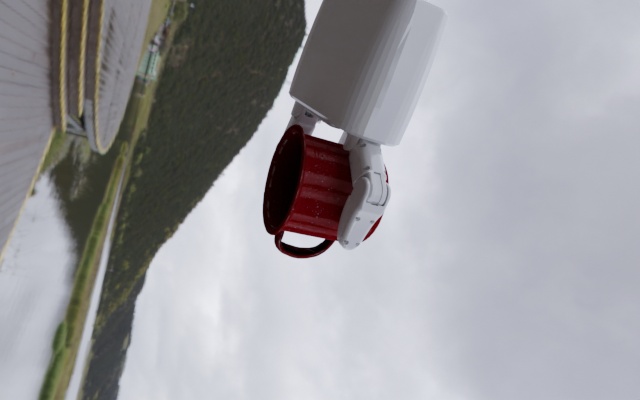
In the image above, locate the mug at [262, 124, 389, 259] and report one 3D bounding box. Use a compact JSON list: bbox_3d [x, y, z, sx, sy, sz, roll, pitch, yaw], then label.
[{"bbox_3d":[0.000,0.003,0.411,0.081,0.117,0.093,13,23,-22],"label":"mug"}]
